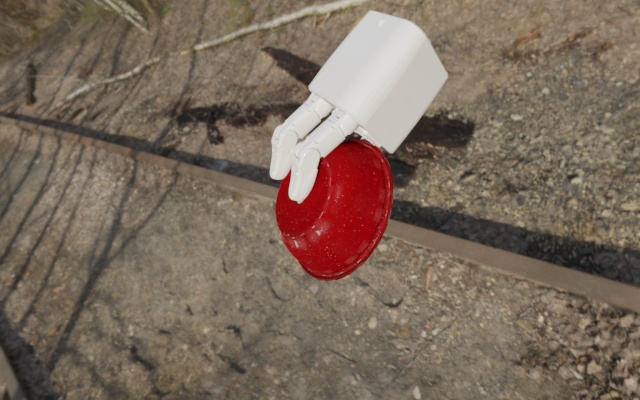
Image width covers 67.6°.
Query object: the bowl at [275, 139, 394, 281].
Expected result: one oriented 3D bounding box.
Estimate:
[{"bbox_3d":[-0.001,0.003,0.513,0.055,0.162,0.162,20,-12,-37],"label":"bowl"}]
